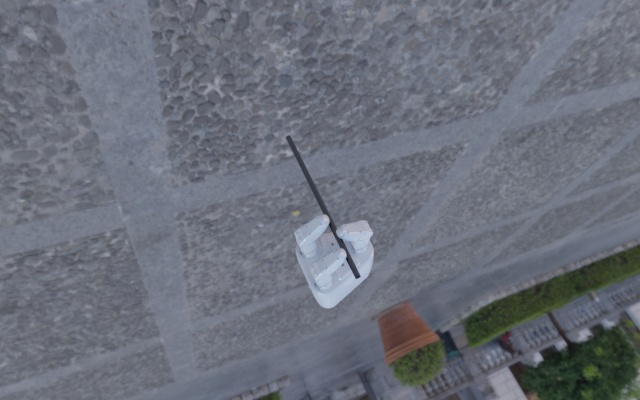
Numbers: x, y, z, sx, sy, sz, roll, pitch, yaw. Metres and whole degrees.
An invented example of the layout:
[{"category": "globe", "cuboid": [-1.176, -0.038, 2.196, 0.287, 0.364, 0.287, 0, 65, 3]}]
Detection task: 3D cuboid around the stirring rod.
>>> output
[{"category": "stirring rod", "cuboid": [0.000, 0.002, 0.670, 0.011, 0.239, 0.011, -22, -25, -11]}]
